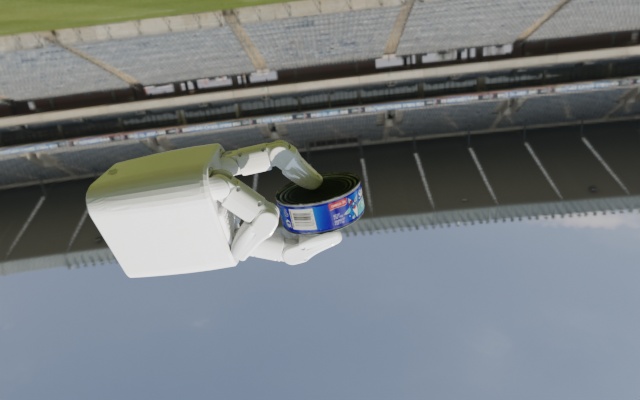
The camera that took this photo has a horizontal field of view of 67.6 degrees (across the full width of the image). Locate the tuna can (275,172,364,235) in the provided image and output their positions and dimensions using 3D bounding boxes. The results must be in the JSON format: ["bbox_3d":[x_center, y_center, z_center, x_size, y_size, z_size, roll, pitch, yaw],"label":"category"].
[{"bbox_3d":[0.000,0.002,0.475,0.086,0.034,0.086,-11,20,4],"label":"tuna can"}]
